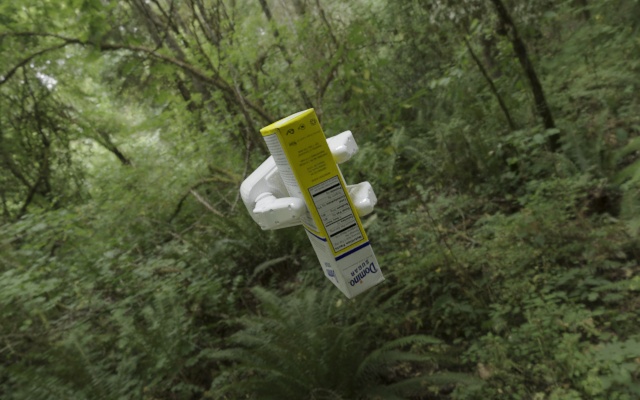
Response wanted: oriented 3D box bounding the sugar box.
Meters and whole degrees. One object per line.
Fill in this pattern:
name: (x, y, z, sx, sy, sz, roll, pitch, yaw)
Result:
sugar box: (0.000, 0.001, 0.473, 0.048, 0.176, 0.093, -28, 13, -10)
